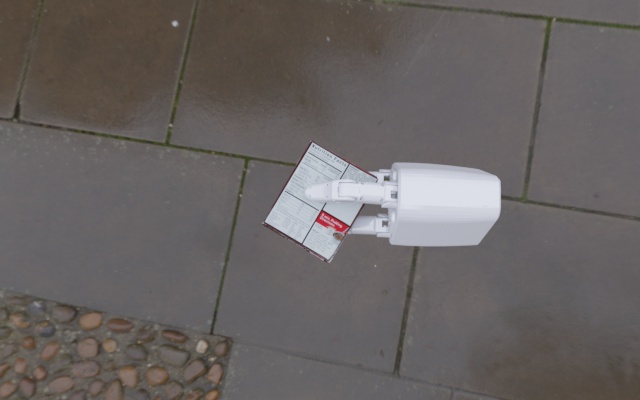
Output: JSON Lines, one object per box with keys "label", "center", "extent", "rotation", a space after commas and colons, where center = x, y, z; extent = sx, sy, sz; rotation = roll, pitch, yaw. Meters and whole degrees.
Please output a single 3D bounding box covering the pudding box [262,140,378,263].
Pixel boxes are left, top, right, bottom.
{"label": "pudding box", "center": [0.000, 0.002, 0.544], "extent": [0.090, 0.113, 0.039], "rotation": [31, -6, 4]}
